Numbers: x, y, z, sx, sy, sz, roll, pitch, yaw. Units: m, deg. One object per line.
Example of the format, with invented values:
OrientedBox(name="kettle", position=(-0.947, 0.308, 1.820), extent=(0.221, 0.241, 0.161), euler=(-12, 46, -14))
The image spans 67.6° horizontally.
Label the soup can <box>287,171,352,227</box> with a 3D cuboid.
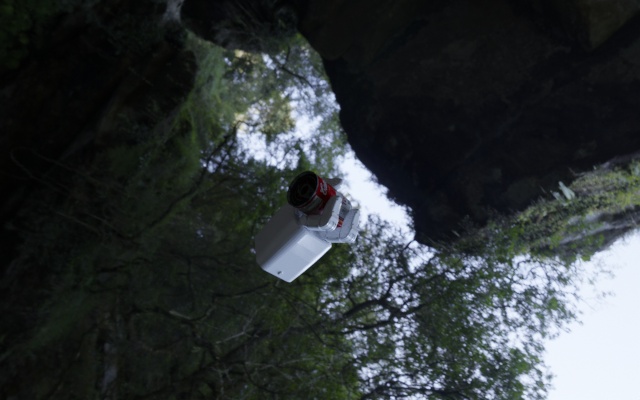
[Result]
OrientedBox(name="soup can", position=(0.001, 0.002, 0.830), extent=(0.068, 0.068, 0.102), euler=(0, -27, 44))
